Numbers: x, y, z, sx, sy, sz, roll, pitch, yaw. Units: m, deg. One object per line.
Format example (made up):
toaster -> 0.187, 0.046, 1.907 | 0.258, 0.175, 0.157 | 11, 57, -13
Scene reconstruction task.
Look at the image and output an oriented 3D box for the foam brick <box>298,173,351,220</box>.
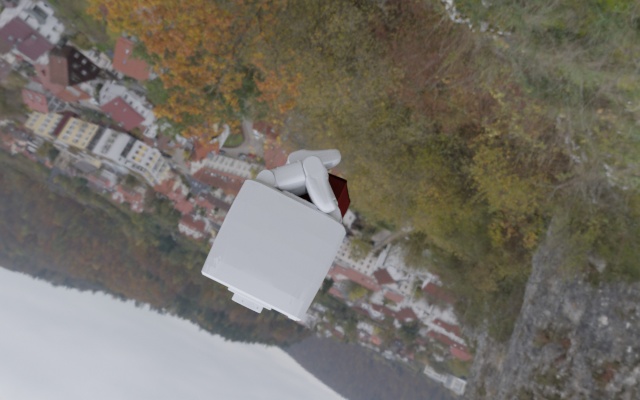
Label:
foam brick -> 0.000, 0.002, 0.562 | 0.053, 0.051, 0.078 | 22, -14, 14
